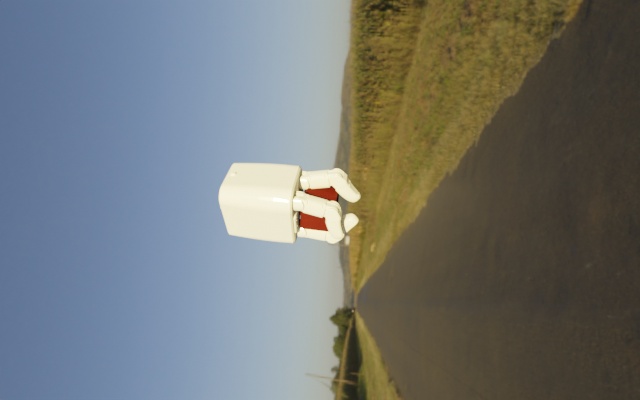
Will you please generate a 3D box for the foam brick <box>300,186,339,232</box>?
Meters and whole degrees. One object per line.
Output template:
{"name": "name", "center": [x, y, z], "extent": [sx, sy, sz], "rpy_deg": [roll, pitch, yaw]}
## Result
{"name": "foam brick", "center": [0.000, 0.002, 0.732], "extent": [0.051, 0.053, 0.078], "rpy_deg": [7, 35, 4]}
